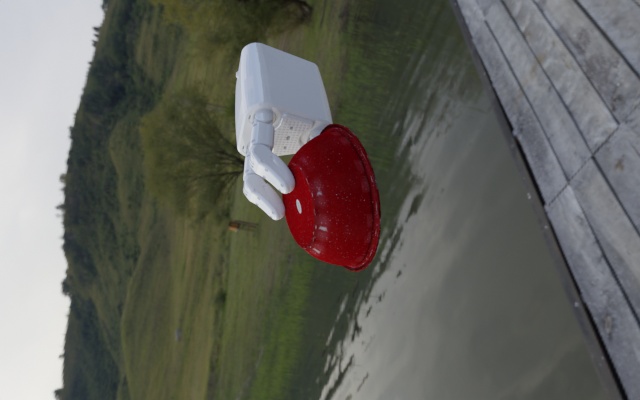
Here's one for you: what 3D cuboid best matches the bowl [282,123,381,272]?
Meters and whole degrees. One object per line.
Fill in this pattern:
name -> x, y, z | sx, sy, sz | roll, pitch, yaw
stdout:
bowl -> 0.000, 0.003, 0.508 | 0.055, 0.162, 0.162 | -10, 4, -23
